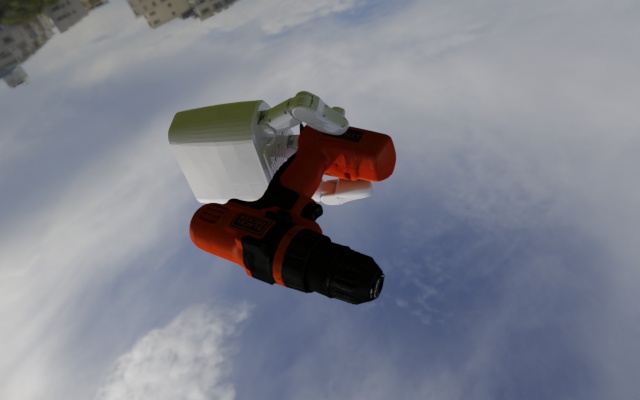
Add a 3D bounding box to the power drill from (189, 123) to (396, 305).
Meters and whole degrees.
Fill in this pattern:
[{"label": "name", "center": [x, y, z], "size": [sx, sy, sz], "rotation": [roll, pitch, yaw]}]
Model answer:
[{"label": "power drill", "center": [0.000, 0.001, 0.443], "size": [0.184, 0.057, 0.187], "rotation": [17, 45, 25]}]
